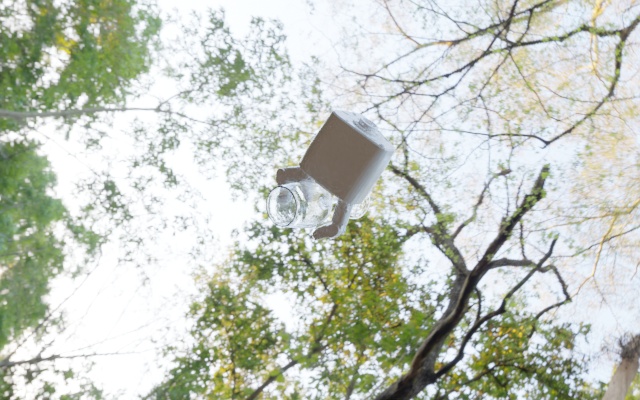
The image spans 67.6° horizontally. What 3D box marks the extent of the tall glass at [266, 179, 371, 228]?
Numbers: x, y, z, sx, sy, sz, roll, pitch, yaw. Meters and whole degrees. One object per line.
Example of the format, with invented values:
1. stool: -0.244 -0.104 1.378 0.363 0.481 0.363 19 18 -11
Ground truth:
1. tall glass: 0.001 0.003 0.791 0.079 0.079 0.201 0 4 37
